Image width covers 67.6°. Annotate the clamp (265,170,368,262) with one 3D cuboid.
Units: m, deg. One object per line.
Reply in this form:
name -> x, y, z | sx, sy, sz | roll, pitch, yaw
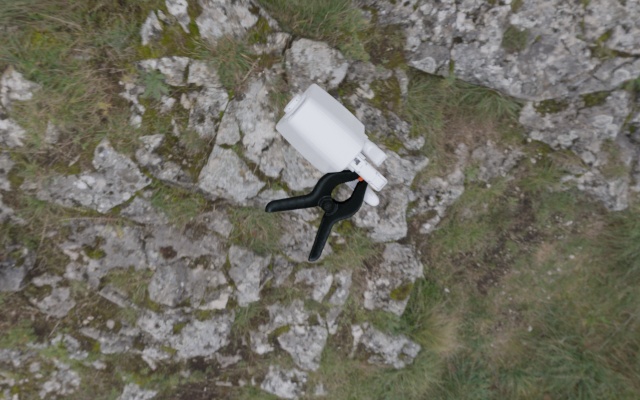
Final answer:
clamp -> 0.000, 0.003, 0.751 | 0.120, 0.171, 0.039 | 40, 7, -15
